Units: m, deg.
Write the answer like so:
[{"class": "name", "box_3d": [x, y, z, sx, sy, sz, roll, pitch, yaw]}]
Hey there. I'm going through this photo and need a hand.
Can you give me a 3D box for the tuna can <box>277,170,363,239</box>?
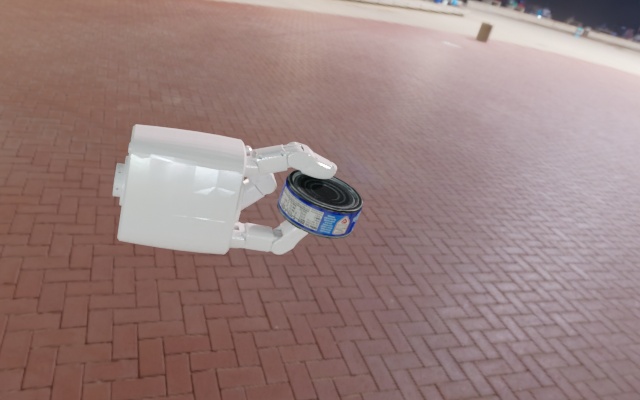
[{"class": "tuna can", "box_3d": [0.000, 0.001, 0.498, 0.086, 0.034, 0.086, 18, 25, -9]}]
